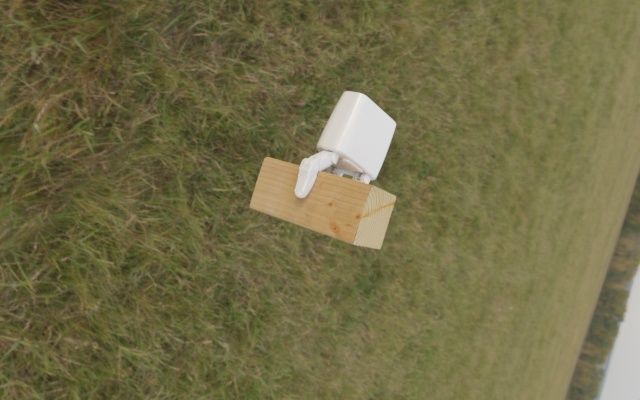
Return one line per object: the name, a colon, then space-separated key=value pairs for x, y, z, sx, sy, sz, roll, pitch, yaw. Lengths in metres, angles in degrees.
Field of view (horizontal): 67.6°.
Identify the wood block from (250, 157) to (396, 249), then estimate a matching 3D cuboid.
wood block: x=0.000 y=0.002 z=0.761 sx=0.206 sy=0.090 sz=0.091 roll=17 pitch=-1 yaw=34
